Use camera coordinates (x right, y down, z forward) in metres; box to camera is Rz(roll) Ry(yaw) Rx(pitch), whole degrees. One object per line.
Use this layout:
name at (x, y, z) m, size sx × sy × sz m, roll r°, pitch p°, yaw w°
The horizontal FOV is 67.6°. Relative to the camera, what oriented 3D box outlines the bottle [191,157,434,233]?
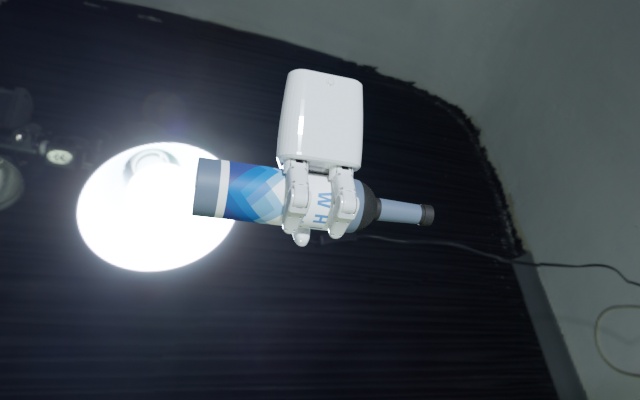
bottle at (0.000, 0.002, 0.574) m, size 0.296 × 0.069 × 0.069 m, roll 7°, pitch -2°, yaw -16°
